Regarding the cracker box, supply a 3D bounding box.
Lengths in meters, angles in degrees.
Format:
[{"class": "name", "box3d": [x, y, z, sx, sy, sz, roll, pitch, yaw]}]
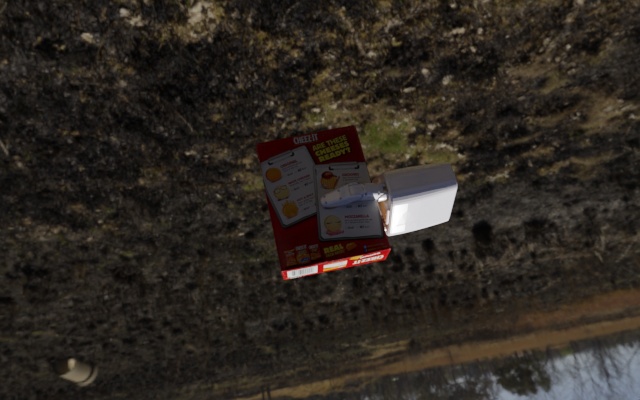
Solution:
[{"class": "cracker box", "box3d": [0.000, 0.003, 0.746, 0.164, 0.213, 0.072, -12, -22, -6]}]
